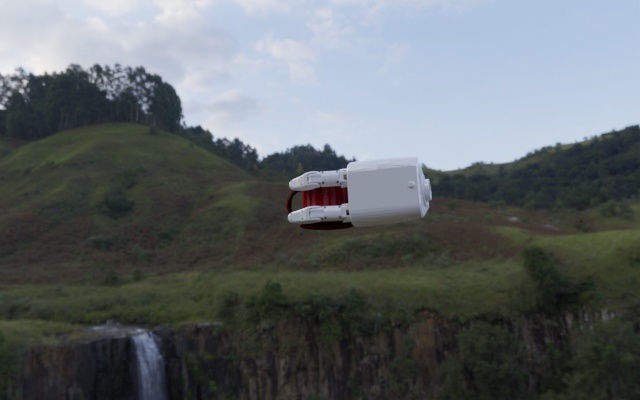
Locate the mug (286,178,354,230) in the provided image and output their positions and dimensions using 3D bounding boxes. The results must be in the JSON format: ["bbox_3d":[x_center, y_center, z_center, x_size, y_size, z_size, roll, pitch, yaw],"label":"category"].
[{"bbox_3d":[-0.001,0.003,0.784,0.117,0.081,0.093,-6,-13,17],"label":"mug"}]
